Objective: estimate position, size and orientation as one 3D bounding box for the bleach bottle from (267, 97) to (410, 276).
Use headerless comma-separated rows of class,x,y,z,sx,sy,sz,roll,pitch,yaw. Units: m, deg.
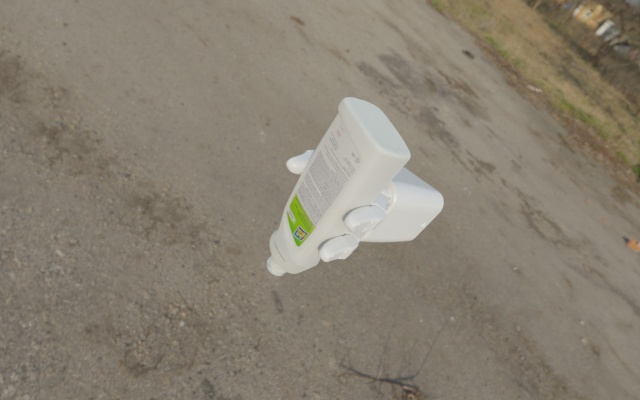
bleach bottle,0.000,0.002,0.592,0.068,0.102,0.251,7,-46,-39
